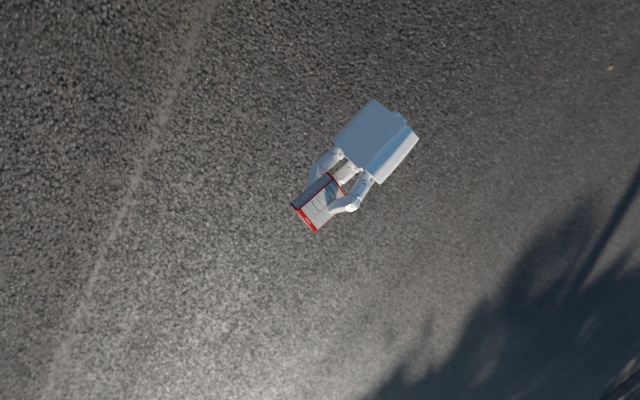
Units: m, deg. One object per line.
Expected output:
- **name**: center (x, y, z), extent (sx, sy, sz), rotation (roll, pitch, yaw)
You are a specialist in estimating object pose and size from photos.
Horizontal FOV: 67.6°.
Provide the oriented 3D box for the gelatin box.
- **gelatin box**: center (0.000, 0.003, 0.854), extent (0.030, 0.089, 0.073), rotation (43, -7, 43)
